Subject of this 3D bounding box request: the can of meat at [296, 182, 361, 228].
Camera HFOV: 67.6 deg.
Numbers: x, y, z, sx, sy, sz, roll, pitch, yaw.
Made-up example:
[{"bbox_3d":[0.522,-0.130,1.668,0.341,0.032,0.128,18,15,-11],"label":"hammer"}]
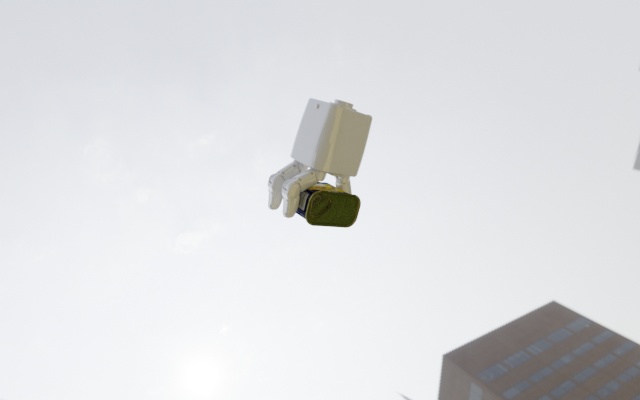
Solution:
[{"bbox_3d":[0.000,0.003,0.787,0.102,0.057,0.084,5,15,-35],"label":"can of meat"}]
